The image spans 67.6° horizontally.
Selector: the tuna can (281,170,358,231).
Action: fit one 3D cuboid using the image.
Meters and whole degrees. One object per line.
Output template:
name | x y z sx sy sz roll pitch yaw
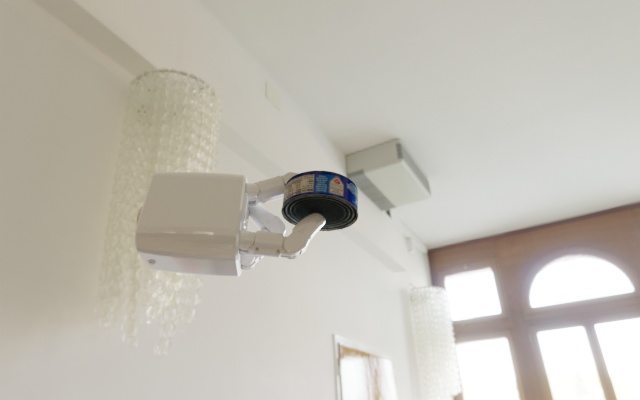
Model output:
tuna can | 0.000 0.001 0.539 0.086 0.033 0.086 3 -29 2
